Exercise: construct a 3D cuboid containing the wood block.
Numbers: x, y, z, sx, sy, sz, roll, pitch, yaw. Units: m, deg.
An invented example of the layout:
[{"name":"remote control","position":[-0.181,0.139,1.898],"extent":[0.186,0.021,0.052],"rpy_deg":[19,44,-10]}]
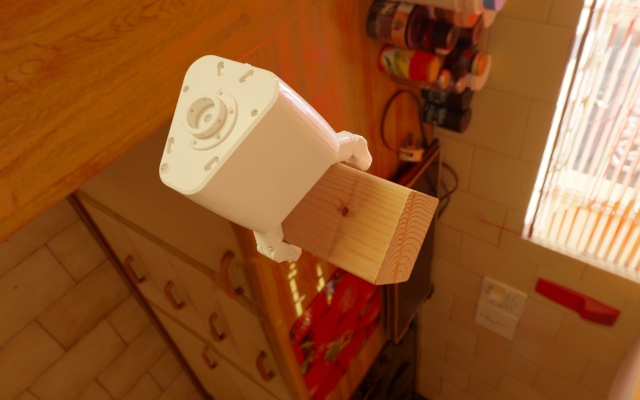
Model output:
[{"name":"wood block","position":[0.000,0.002,0.494],"extent":[0.206,0.091,0.090],"rpy_deg":[23,6,29]}]
